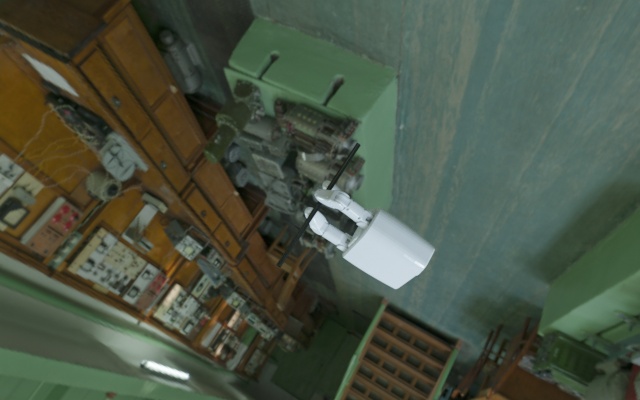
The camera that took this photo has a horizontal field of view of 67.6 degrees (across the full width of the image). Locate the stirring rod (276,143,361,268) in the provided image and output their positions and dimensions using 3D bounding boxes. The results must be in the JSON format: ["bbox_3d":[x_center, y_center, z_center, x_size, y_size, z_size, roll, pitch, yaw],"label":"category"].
[{"bbox_3d":[0.000,0.002,0.746,0.011,0.239,0.011,29,-20,12],"label":"stirring rod"}]
